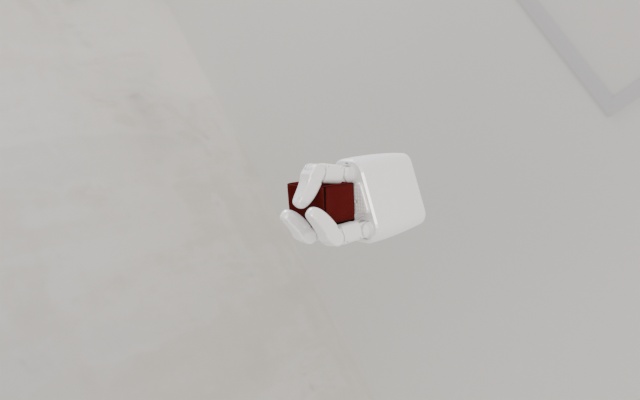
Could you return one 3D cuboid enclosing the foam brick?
[{"bbox_3d":[0.000,0.002,0.633,0.051,0.053,0.078,-11,13,-39],"label":"foam brick"}]
